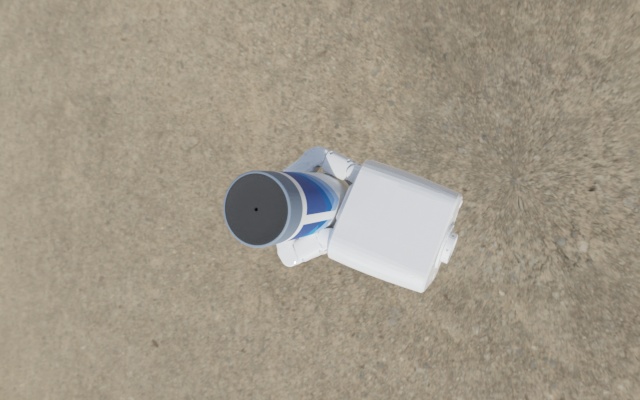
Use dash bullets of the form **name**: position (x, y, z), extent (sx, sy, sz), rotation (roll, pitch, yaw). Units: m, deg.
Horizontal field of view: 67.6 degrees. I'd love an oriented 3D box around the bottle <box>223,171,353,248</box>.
- **bottle**: position (0.000, 0.002, 0.543), extent (0.069, 0.069, 0.295), rotation (0, 2, 22)
